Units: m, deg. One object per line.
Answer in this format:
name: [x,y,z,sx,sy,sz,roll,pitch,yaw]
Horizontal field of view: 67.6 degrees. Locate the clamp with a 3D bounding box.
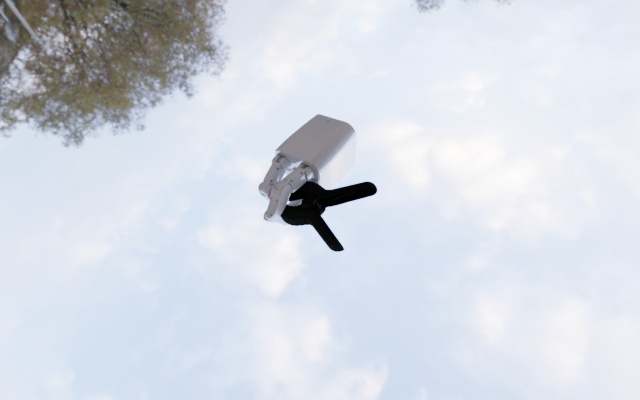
clamp: [0.000,0.003,0.723,0.171,0.039,0.120,24,60,37]
